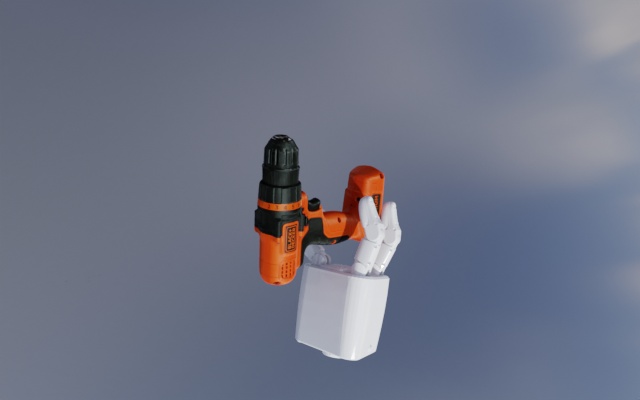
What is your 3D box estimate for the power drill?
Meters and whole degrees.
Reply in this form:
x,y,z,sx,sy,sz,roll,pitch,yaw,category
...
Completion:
x,y,z,sx,sy,sz,roll,pitch,yaw,category
0.000,0.002,0.613,0.187,0.184,0.057,-12,25,-40,power drill
